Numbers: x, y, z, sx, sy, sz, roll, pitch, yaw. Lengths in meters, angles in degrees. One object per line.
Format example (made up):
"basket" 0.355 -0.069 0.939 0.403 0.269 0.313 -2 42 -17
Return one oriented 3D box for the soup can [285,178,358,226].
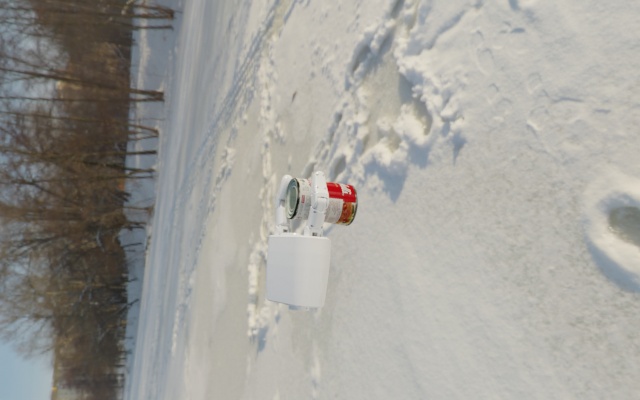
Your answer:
"soup can" 0.000 0.002 0.768 0.102 0.068 0.068 7 -2 -21
